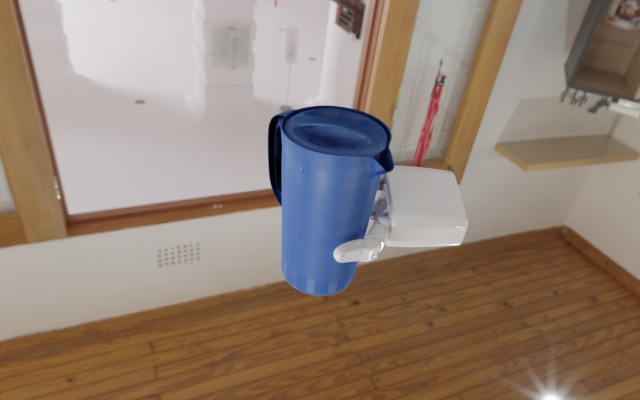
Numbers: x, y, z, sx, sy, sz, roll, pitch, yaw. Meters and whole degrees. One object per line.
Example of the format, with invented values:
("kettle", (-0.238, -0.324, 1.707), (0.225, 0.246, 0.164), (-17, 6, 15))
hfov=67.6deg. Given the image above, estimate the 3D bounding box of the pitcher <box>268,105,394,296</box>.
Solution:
("pitcher", (0.000, 0.002, 0.639), (0.145, 0.243, 0.149), (2, 35, -8))
